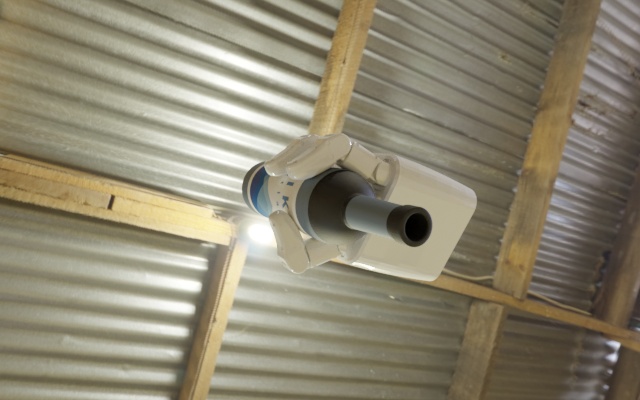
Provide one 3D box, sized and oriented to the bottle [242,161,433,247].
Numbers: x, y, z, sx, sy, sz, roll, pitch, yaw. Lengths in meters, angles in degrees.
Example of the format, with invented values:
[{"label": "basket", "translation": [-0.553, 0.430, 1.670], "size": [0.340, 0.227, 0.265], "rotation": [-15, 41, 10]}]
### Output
[{"label": "bottle", "translation": [0.000, 0.001, 0.446], "size": [0.069, 0.069, 0.295], "rotation": [0, 6, -26]}]
